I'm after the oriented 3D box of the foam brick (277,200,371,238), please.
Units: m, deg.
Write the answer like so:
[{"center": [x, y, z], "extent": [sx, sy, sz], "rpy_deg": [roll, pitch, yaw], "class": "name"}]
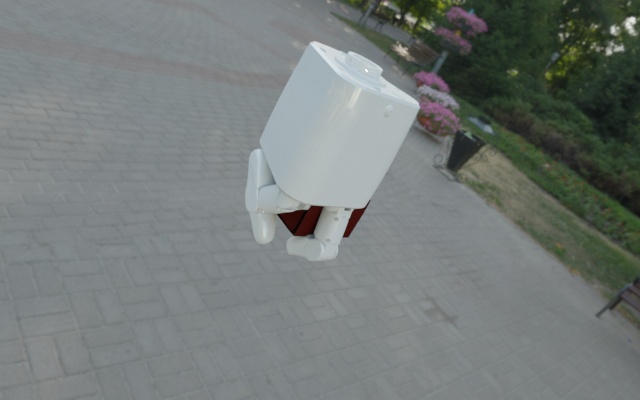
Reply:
[{"center": [0.000, 0.002, 0.479], "extent": [0.078, 0.051, 0.053], "rpy_deg": [5, 33, -43], "class": "foam brick"}]
